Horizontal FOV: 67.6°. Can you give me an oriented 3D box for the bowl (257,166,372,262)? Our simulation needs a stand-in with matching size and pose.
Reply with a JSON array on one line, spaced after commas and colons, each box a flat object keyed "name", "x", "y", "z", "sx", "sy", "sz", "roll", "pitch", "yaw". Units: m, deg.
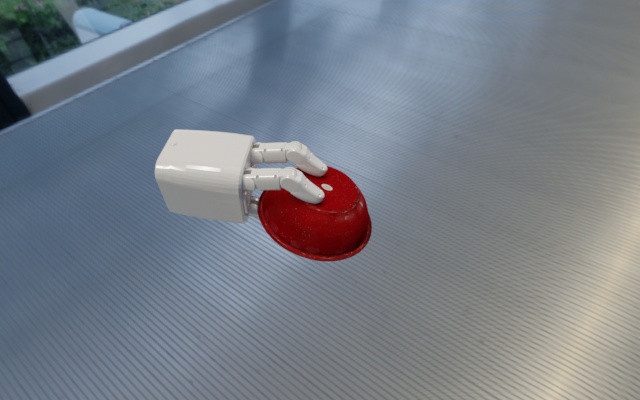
[{"name": "bowl", "x": 0.001, "y": 0.002, "z": 0.638, "sx": 0.162, "sy": 0.055, "sz": 0.162, "roll": 11, "pitch": 42, "yaw": -10}]
